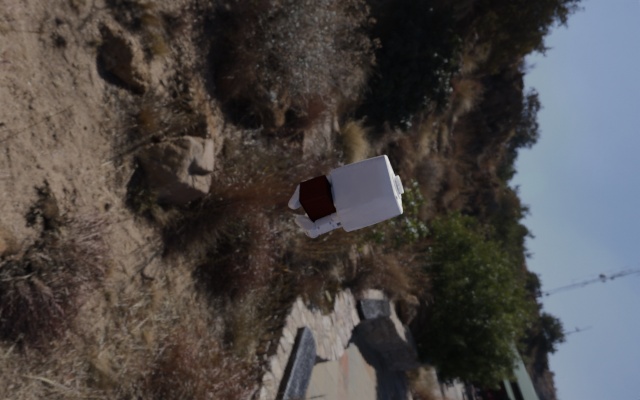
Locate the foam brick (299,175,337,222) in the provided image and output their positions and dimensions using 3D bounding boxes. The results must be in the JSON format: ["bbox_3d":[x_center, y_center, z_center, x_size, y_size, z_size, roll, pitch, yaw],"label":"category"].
[{"bbox_3d":[0.000,0.003,0.855,0.051,0.053,0.078,-17,-48,14],"label":"foam brick"}]
